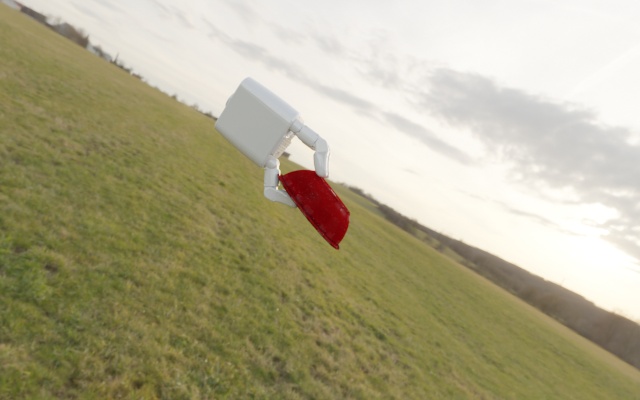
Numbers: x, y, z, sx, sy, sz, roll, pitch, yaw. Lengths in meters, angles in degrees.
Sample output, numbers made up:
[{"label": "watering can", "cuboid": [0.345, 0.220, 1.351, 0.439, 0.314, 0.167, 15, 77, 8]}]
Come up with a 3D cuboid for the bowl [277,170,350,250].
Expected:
[{"label": "bowl", "cuboid": [0.001, 0.003, 0.791, 0.055, 0.162, 0.162, -38, -3, 4]}]
